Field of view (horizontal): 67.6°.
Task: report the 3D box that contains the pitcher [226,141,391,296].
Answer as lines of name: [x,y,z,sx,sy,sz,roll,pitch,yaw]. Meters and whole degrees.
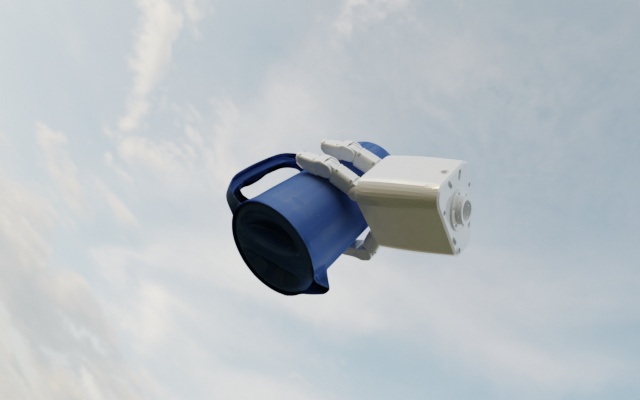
pitcher: [0.000,0.002,0.653,0.145,0.149,0.242,5,30,40]
